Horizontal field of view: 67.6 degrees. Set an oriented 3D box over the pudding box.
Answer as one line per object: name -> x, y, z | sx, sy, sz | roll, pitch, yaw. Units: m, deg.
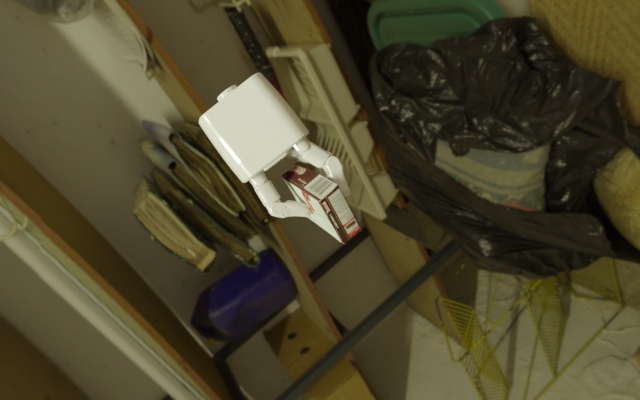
pudding box -> 0.000, 0.002, 0.689 | 0.039, 0.090, 0.113 | -39, 36, -12
